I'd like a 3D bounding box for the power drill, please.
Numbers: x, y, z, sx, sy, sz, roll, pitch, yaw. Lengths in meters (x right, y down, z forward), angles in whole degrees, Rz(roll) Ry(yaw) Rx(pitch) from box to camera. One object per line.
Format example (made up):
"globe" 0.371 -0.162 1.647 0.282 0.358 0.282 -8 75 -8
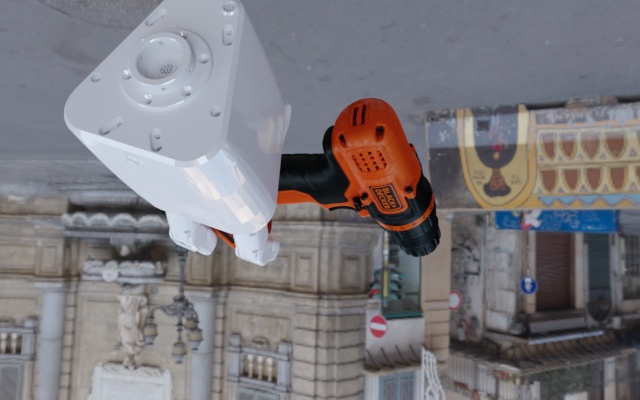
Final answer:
"power drill" 0.000 0.001 0.409 0.187 0.057 0.184 -10 -39 21
